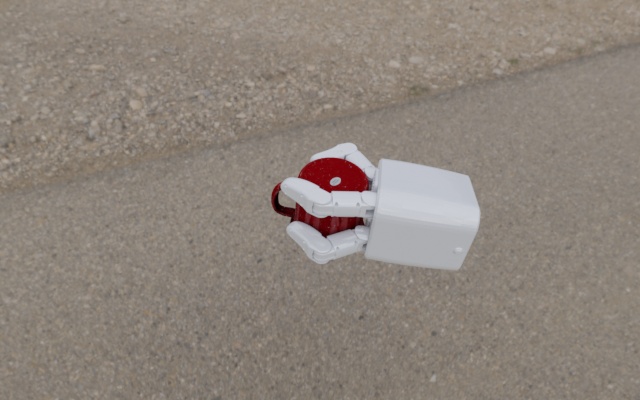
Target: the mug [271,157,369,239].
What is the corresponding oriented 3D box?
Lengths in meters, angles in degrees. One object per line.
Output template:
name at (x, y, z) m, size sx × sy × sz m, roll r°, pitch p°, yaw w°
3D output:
mug at (-0.001, 0.001, 0.561) m, size 0.117 × 0.093 × 0.082 m, roll 10°, pitch -44°, yaw 3°
